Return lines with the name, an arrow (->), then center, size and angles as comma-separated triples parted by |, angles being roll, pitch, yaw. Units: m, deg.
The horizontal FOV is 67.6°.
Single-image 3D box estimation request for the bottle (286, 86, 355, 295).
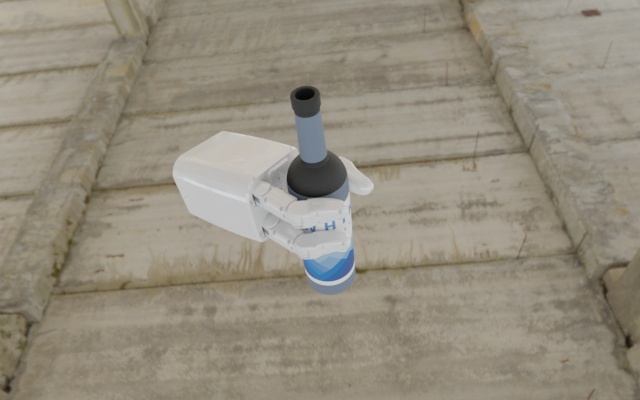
bottle -> 0.000, 0.002, 0.540 | 0.069, 0.069, 0.296 | 0, -42, 7
